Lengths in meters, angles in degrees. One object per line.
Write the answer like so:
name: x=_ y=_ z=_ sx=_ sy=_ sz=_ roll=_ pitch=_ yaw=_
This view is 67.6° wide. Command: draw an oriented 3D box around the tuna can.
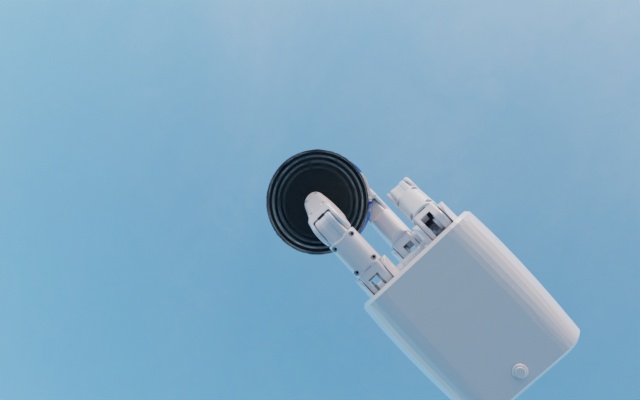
tuna can: x=0.000 y=0.001 z=0.403 sx=0.086 sy=0.086 sz=0.034 roll=0 pitch=0 yaw=13
